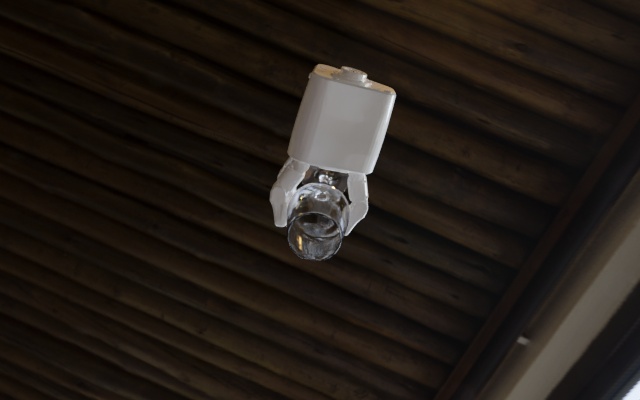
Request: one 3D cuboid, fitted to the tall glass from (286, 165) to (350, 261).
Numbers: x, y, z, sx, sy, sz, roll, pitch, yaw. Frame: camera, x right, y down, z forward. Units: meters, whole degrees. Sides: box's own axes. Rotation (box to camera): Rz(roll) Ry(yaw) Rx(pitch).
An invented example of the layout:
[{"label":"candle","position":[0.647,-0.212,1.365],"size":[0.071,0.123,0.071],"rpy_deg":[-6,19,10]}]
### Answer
[{"label":"tall glass","position":[0.000,0.002,0.623],"size":[0.079,0.079,0.201],"rpy_deg":[0,24,5]}]
